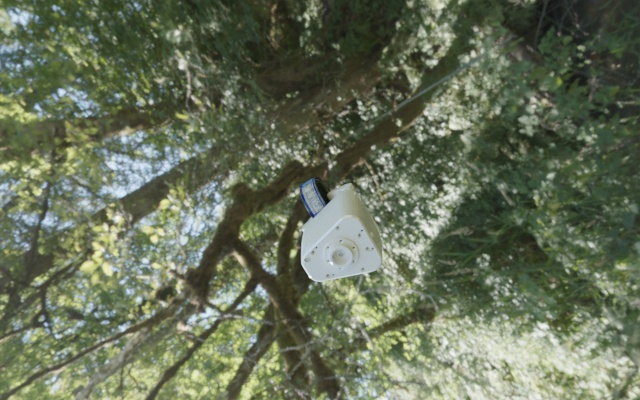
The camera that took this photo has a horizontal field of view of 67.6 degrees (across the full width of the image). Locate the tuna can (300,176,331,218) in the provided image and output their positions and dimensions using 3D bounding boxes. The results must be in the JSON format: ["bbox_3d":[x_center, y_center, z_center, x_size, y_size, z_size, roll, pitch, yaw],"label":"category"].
[{"bbox_3d":[0.000,0.003,0.826,0.034,0.086,0.086,-31,-8,14],"label":"tuna can"}]
